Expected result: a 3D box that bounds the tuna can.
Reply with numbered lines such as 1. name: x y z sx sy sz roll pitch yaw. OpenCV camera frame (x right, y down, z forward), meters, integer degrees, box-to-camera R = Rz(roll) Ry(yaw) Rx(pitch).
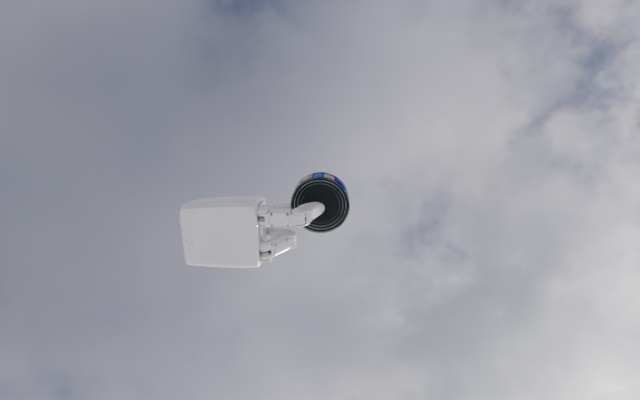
1. tuna can: 0.000 0.002 0.705 0.086 0.086 0.033 0 19 3
